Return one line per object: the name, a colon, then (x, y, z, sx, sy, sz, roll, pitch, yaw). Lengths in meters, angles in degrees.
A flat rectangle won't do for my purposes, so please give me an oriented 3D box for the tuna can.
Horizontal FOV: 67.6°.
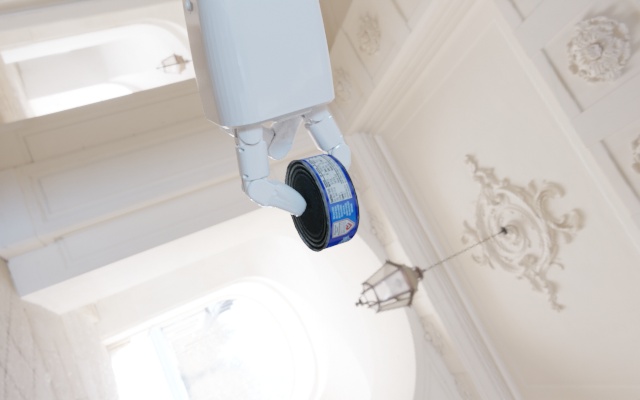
tuna can: (0.001, 0.001, 0.436, 0.034, 0.086, 0.086, -15, 6, -24)
